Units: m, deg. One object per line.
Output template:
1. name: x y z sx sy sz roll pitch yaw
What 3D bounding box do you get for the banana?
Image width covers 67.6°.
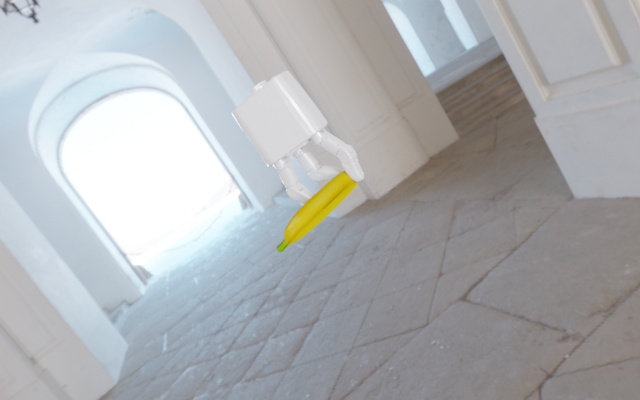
1. banana: 0.005 0.001 0.740 0.197 0.037 0.069 -43 7 -25
